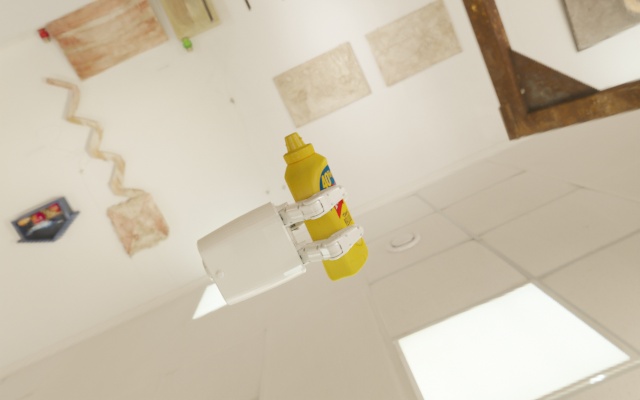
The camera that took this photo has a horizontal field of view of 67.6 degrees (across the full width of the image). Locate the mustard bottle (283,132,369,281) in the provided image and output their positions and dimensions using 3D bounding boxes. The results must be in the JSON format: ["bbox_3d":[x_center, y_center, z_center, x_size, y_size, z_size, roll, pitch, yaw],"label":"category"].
[{"bbox_3d":[0.001,0.002,0.623,0.058,0.192,0.096,-21,12,20],"label":"mustard bottle"}]
